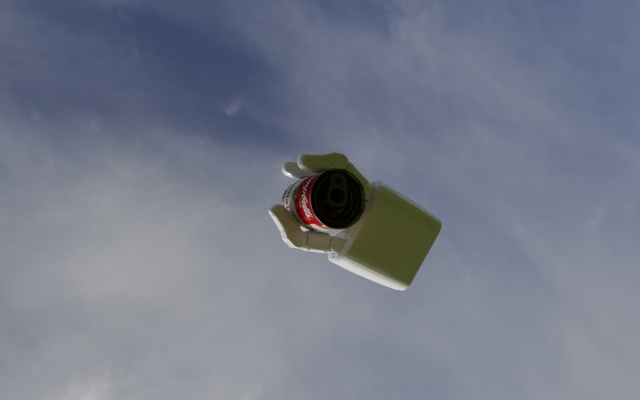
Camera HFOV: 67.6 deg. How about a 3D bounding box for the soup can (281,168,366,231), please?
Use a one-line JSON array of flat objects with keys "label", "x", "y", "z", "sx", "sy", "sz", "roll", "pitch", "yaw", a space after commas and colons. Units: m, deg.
[{"label": "soup can", "x": 0.000, "y": 0.002, "z": 0.569, "sx": 0.068, "sy": 0.068, "sz": 0.102, "roll": 0, "pitch": -4, "yaw": -23}]
